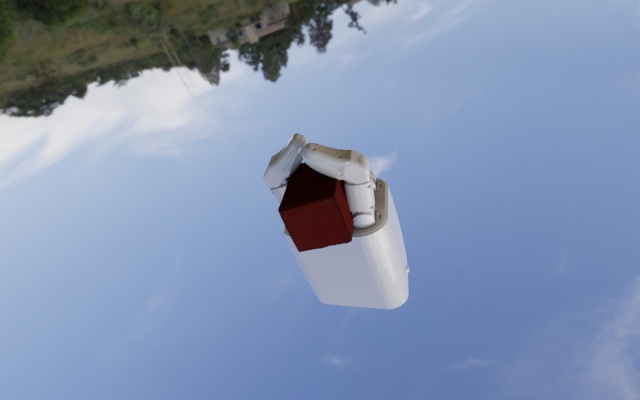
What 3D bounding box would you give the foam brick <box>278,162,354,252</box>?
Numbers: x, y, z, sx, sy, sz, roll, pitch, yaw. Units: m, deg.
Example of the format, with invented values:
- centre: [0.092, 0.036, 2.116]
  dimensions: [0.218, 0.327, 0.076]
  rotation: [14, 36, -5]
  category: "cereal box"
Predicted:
- centre: [0.000, 0.002, 0.441]
  dimensions: [0.053, 0.051, 0.078]
  rotation: [-12, 31, 16]
  category: "foam brick"
